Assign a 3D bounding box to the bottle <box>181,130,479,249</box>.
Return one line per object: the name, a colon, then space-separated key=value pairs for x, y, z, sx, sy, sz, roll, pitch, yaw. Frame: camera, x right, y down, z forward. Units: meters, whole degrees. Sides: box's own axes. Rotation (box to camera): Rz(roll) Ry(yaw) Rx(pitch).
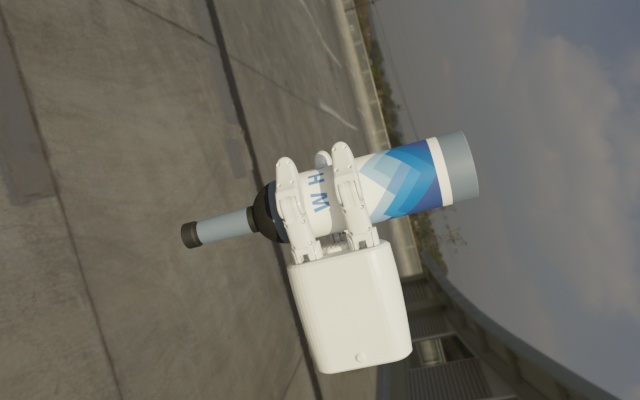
bottle: x=0.000 y=0.001 z=0.477 sx=0.296 sy=0.069 sz=0.069 roll=-14 pitch=-3 yaw=9
